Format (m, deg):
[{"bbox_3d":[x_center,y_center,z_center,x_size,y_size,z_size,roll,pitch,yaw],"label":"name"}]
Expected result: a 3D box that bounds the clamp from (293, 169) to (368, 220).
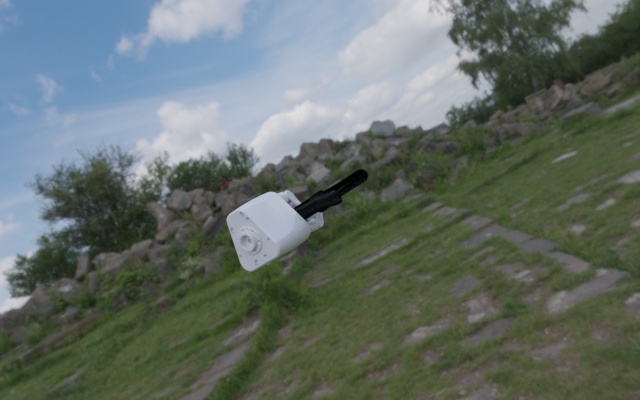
[{"bbox_3d":[0.000,0.002,0.865,0.171,0.039,0.120,-32,-1,30],"label":"clamp"}]
